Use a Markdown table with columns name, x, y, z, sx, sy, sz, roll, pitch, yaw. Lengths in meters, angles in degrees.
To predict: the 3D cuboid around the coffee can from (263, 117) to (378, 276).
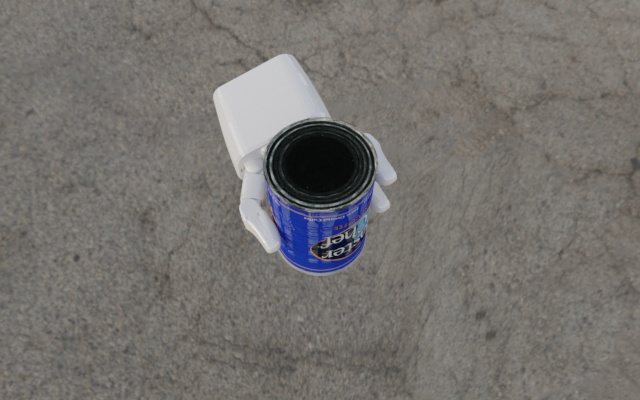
| name | x | y | z | sx | sy | sz | roll | pitch | yaw |
| --- | --- | --- | --- | --- | --- | --- | --- | --- | --- |
| coffee can | 0.000 | 0.002 | 0.480 | 0.103 | 0.102 | 0.140 | 0 | -31 | 0 |
